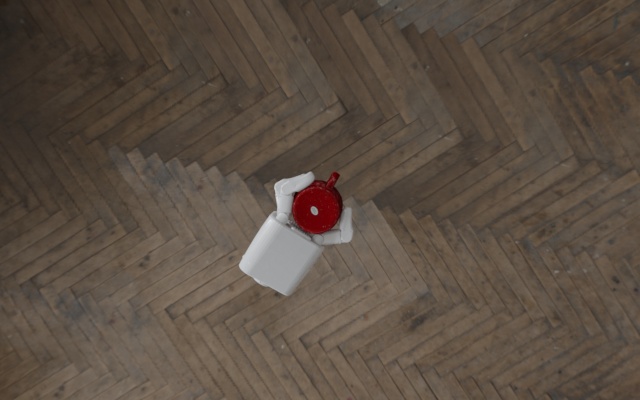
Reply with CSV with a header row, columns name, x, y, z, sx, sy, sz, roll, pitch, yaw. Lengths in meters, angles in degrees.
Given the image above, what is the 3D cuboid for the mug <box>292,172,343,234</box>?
name,x,y,z,sx,sy,sz,roll,pitch,yaw
mug,0.001,0.002,0.828,0.093,0.117,0.081,33,5,-2
